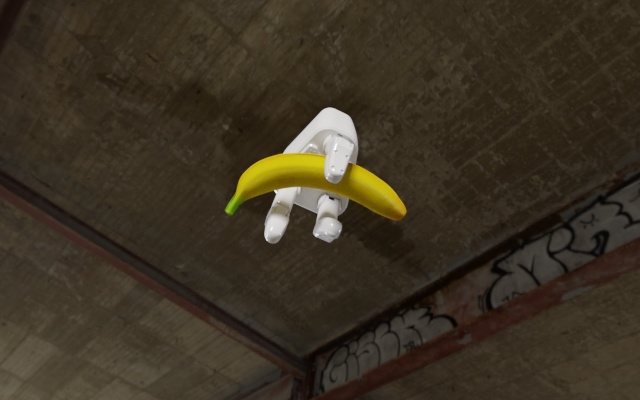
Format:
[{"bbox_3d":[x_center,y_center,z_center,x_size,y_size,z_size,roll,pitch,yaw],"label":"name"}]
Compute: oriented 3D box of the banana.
[{"bbox_3d":[-0.002,-0.017,0.521,0.198,0.070,0.037,2,13,-3],"label":"banana"}]
